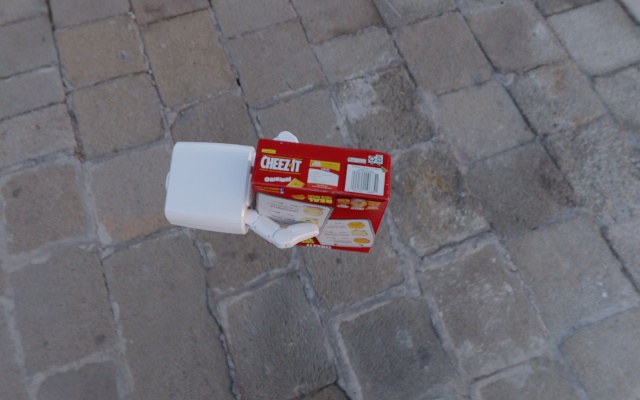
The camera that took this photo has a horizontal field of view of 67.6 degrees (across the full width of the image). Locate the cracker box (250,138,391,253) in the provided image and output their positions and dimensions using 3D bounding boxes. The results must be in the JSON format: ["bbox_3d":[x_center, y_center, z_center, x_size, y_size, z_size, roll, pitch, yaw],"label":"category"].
[{"bbox_3d":[0.000,0.002,0.654,0.164,0.072,0.214,6,-23,2],"label":"cracker box"}]
